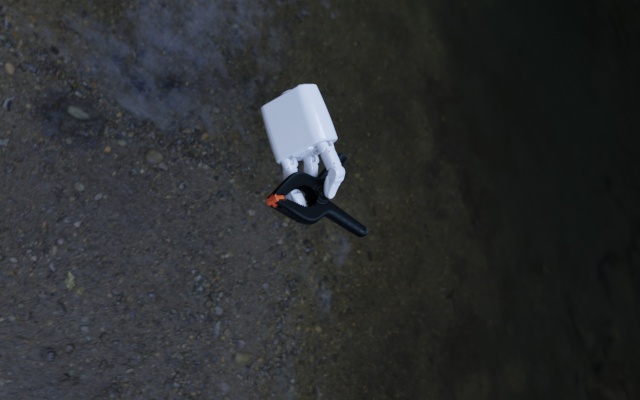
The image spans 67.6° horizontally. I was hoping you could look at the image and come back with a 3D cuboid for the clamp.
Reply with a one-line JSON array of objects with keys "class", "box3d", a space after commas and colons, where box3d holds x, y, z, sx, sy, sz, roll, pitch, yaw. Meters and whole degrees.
[{"class": "clamp", "box3d": [0.000, 0.002, 0.843, 0.210, 0.164, 0.036, -13, -10, -44]}]
